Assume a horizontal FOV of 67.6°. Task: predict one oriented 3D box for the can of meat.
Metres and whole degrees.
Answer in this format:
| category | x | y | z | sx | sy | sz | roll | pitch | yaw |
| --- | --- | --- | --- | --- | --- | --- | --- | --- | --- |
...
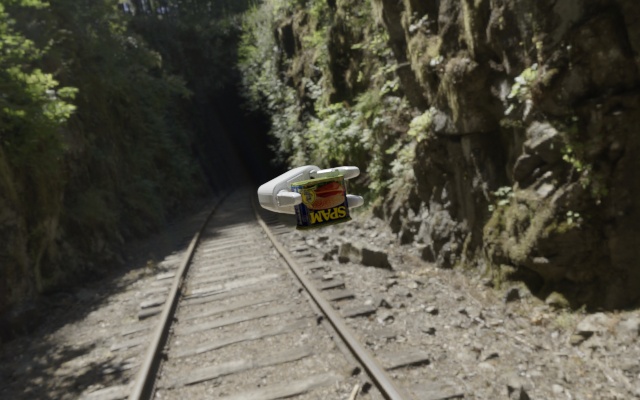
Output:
| category | x | y | z | sx | sy | sz | roll | pitch | yaw |
| --- | --- | --- | --- | --- | --- | --- | --- | --- | --- |
| can of meat | 0.000 | 0.003 | 0.862 | 0.102 | 0.084 | 0.057 | -11 | 6 | -21 |
